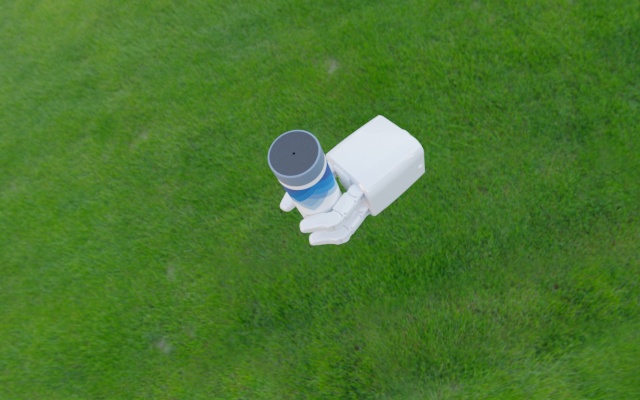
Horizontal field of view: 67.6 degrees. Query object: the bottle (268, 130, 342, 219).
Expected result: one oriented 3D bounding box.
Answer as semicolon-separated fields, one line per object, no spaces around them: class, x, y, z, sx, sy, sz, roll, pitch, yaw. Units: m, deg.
bottle;0.000;0.002;0.706;0.069;0.069;0.296;0;-24;14
